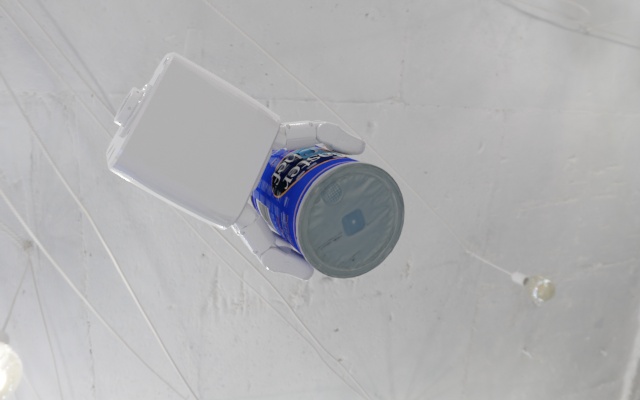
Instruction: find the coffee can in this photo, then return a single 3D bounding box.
[{"bbox_3d":[0.000,0.002,0.464,0.103,0.103,0.140,0,14,-25],"label":"coffee can"}]
